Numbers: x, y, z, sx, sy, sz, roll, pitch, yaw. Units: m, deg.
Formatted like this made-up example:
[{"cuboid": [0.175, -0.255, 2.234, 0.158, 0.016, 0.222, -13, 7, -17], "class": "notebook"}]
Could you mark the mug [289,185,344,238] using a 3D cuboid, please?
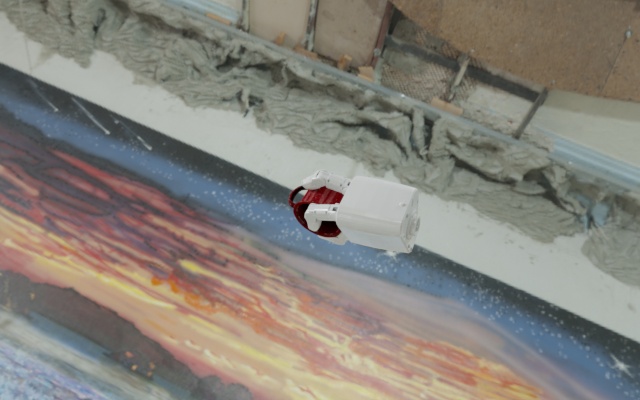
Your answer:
[{"cuboid": [-0.001, 0.002, 0.853, 0.117, 0.081, 0.093, 14, -37, 23], "class": "mug"}]
